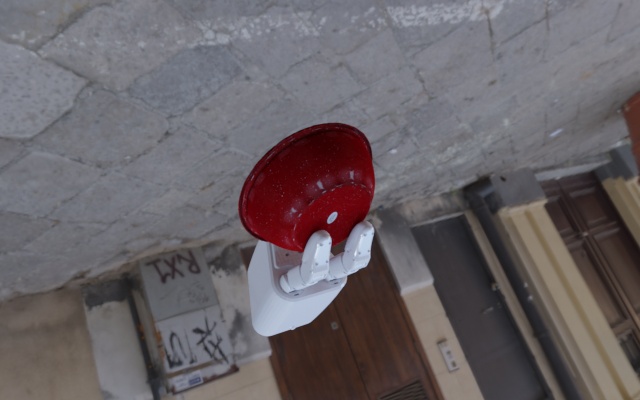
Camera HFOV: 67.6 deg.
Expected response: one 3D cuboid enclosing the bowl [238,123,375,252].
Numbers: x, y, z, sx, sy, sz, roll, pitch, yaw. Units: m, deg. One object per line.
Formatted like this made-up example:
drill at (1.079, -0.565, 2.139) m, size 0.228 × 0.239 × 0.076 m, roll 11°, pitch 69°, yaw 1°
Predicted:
bowl at (0.000, 0.001, 0.493) m, size 0.162 × 0.162 × 0.055 m, roll 0°, pitch 39°, yaw -40°
